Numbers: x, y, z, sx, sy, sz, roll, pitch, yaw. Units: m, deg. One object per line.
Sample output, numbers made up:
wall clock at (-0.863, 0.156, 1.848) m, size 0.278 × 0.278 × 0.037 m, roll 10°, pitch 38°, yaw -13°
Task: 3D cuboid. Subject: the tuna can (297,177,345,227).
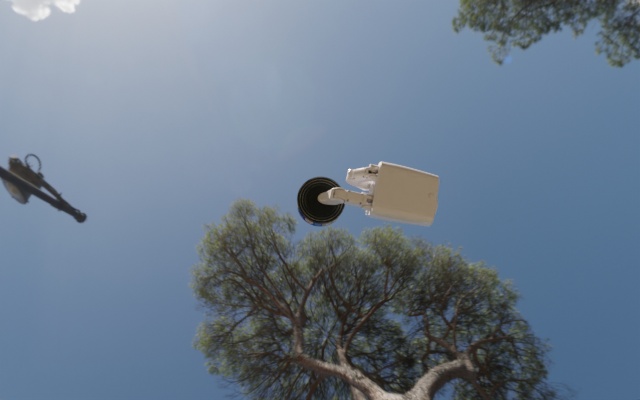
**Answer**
tuna can at (0.000, 0.003, 0.855) m, size 0.086 × 0.086 × 0.034 m, roll 0°, pitch -15°, yaw -5°
